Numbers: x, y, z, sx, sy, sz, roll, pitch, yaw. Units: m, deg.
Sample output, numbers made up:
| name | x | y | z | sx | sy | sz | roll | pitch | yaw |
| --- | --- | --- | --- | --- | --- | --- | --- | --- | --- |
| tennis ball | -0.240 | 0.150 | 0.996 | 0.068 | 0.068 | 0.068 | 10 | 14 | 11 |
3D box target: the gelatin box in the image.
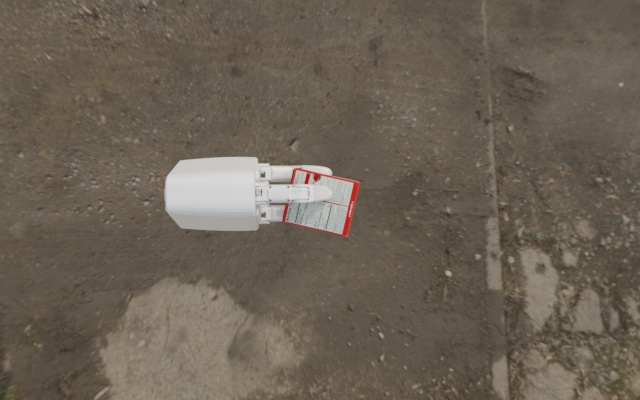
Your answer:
| name | x | y | z | sx | sy | sz | roll | pitch | yaw |
| --- | --- | --- | --- | --- | --- | --- | --- | --- | --- |
| gelatin box | 0.000 | 0.002 | 0.626 | 0.089 | 0.073 | 0.030 | 13 | 0 | -1 |
